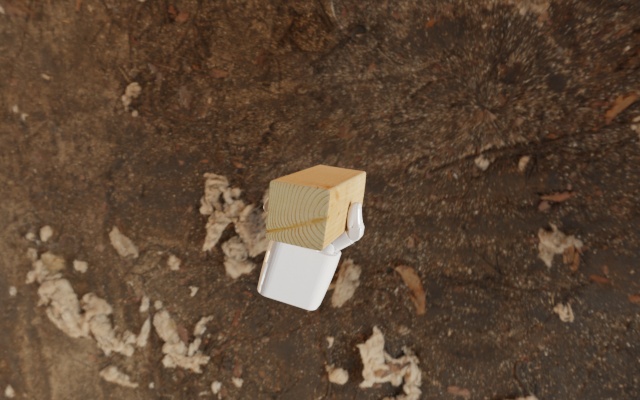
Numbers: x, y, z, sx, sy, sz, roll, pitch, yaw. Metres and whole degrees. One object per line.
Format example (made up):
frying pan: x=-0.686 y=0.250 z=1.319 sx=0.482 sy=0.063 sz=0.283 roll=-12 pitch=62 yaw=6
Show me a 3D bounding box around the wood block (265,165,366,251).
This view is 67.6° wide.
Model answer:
wood block: x=0.000 y=0.003 z=0.758 sx=0.091 sy=0.090 sz=0.206 roll=11 pitch=14 yaw=17
